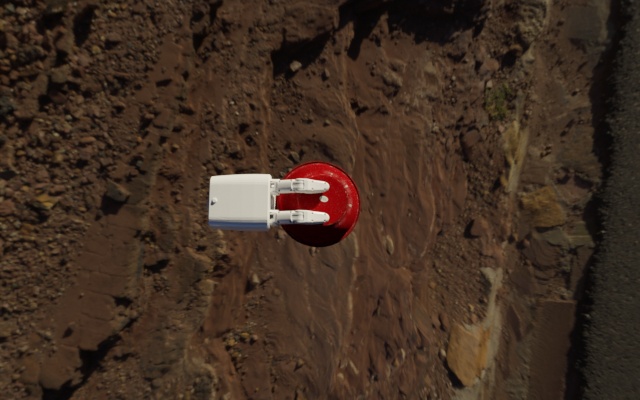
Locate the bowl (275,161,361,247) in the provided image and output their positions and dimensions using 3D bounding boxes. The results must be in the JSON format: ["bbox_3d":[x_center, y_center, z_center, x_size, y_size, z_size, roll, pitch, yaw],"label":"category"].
[{"bbox_3d":[0.001,0.002,0.863,0.162,0.162,0.055,0,-8,-9],"label":"bowl"}]
